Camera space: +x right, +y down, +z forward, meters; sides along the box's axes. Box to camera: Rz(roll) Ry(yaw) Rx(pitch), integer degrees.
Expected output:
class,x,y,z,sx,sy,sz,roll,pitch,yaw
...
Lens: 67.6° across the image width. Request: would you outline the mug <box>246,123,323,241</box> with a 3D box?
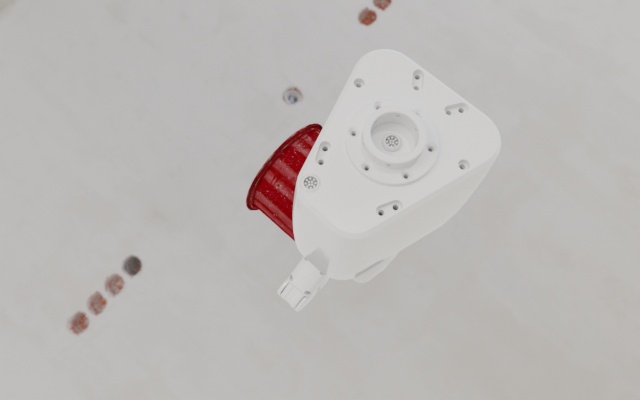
class,x,y,z,sx,sy,sz,roll,pitch,yaw
mug,0.000,0.002,0.407,0.081,0.093,0.117,41,-13,12
